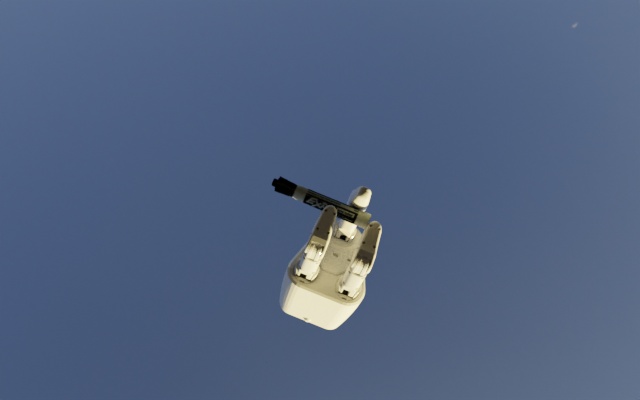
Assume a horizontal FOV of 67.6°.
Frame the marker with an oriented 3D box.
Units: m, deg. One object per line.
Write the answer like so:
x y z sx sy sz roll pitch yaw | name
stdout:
0.000 0.002 0.555 0.121 0.020 0.020 23 0 1 | marker
